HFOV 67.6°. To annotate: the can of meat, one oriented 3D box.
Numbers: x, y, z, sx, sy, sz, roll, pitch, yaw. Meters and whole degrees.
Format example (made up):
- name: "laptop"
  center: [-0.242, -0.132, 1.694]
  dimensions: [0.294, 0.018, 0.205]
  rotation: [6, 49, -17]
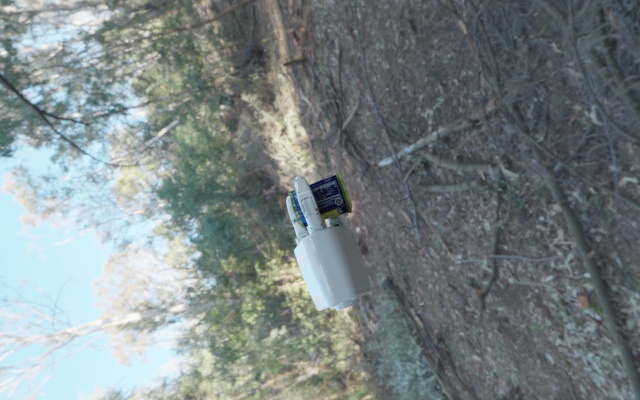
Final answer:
- name: "can of meat"
  center: [0.000, 0.002, 0.741]
  dimensions: [0.084, 0.057, 0.102]
  rotation: [-20, -10, 0]
